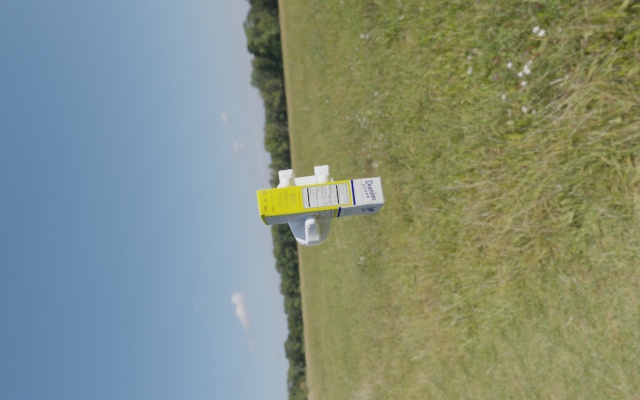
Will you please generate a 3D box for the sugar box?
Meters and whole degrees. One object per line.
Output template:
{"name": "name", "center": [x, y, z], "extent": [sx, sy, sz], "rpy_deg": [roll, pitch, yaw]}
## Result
{"name": "sugar box", "center": [0.000, 0.002, 0.703], "extent": [0.176, 0.048, 0.093], "rpy_deg": [-9, -10, -2]}
